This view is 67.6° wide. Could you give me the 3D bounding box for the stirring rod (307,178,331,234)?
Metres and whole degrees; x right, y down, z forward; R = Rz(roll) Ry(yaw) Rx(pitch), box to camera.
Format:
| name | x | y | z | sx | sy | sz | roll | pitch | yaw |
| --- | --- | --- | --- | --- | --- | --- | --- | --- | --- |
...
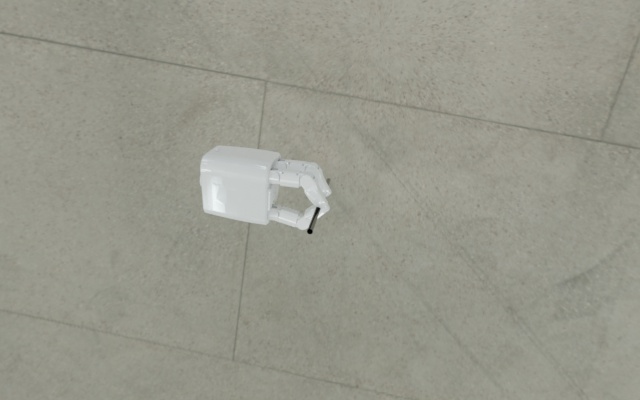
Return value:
| name | x | y | z | sx | sy | sz | roll | pitch | yaw |
| --- | --- | --- | --- | --- | --- | --- | --- | --- | --- |
| stirring rod | 0.000 | 0.002 | 0.753 | 0.011 | 0.011 | 0.239 | 0 | 19 | 7 |
